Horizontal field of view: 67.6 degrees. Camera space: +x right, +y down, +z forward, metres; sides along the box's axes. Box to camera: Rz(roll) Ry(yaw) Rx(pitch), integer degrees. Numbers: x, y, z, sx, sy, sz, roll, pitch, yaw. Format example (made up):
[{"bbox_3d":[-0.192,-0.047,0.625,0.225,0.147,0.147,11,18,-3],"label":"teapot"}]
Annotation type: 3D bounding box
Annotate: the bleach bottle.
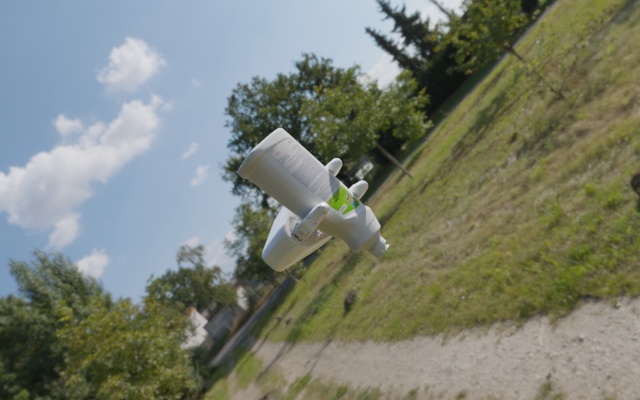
[{"bbox_3d":[0.000,0.002,0.738,0.068,0.251,0.102,-47,2,46],"label":"bleach bottle"}]
